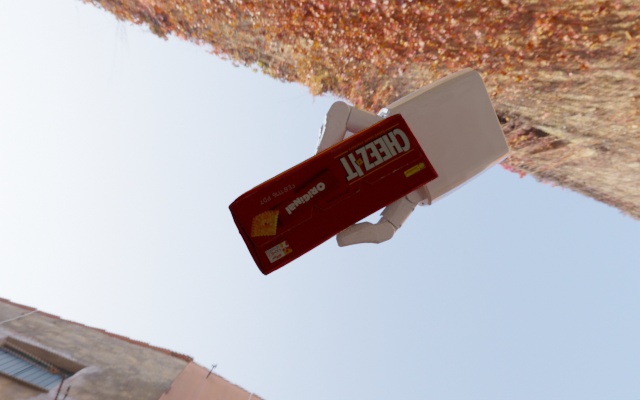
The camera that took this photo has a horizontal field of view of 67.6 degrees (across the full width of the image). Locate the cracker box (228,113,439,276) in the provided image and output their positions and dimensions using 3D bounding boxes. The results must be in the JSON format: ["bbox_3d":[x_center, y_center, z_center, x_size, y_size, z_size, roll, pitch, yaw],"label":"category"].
[{"bbox_3d":[0.000,0.002,0.481,0.164,0.072,0.214,-30,-2,-8],"label":"cracker box"}]
